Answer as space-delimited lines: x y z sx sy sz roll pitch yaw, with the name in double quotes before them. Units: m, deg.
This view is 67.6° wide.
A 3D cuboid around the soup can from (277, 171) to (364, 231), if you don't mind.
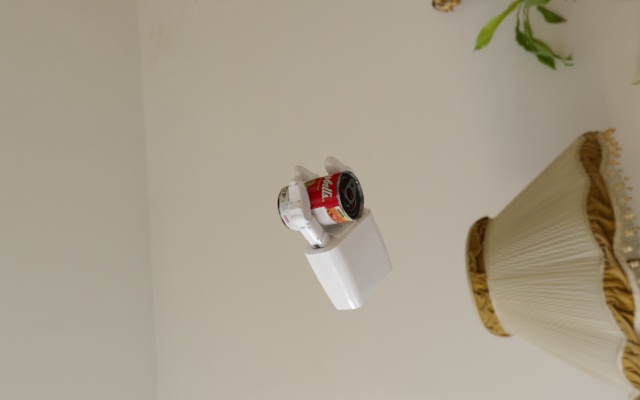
"soup can" 0.000 0.002 0.660 0.102 0.068 0.068 -12 -7 32
